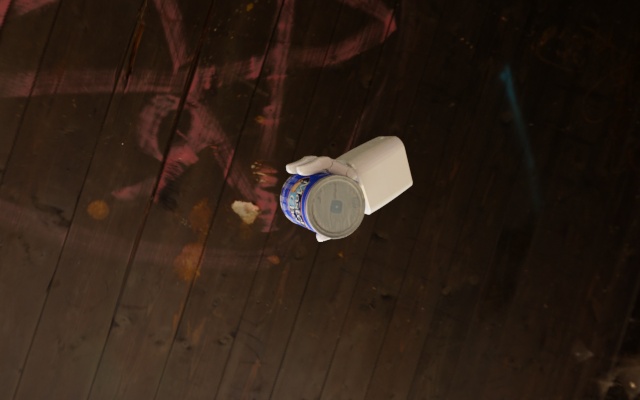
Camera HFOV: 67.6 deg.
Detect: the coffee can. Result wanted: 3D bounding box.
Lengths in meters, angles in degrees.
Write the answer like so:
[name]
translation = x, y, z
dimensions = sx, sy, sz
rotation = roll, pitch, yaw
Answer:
[coffee can]
translation = 0.000, 0.003, 0.818
dimensions = 0.103, 0.103, 0.140
rotation = 0, 6, -22
